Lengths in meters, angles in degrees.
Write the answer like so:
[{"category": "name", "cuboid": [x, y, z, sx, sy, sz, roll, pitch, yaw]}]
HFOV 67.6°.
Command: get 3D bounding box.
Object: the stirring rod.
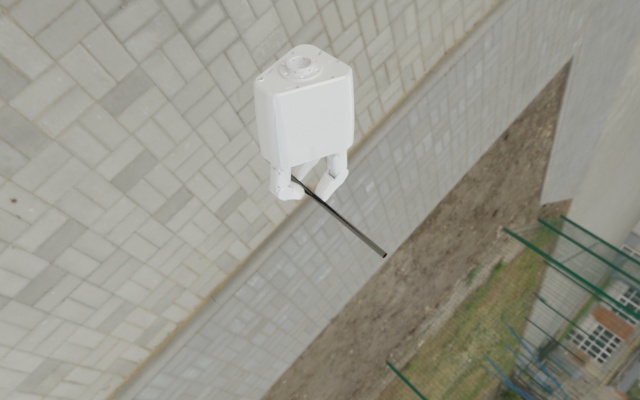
[{"category": "stirring rod", "cuboid": [0.000, 0.002, 0.645, 0.239, 0.011, 0.011, 40, 24, 32]}]
